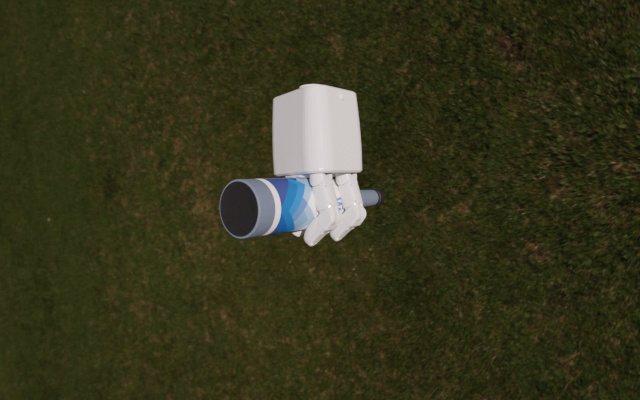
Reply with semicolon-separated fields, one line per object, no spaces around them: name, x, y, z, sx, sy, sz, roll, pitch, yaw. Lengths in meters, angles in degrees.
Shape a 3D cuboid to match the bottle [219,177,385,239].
bottle;0.000;0.002;0.644;0.069;0.069;0.295;0;3;38
